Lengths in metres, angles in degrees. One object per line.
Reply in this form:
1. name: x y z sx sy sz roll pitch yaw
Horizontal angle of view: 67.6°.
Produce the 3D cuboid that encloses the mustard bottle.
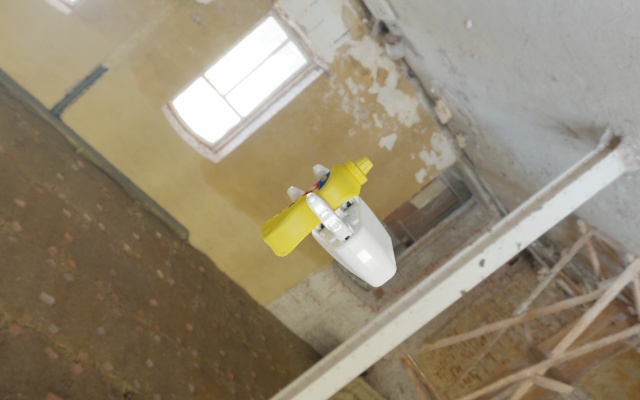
1. mustard bottle: 0.000 0.002 0.717 0.191 0.058 0.096 -39 3 5
